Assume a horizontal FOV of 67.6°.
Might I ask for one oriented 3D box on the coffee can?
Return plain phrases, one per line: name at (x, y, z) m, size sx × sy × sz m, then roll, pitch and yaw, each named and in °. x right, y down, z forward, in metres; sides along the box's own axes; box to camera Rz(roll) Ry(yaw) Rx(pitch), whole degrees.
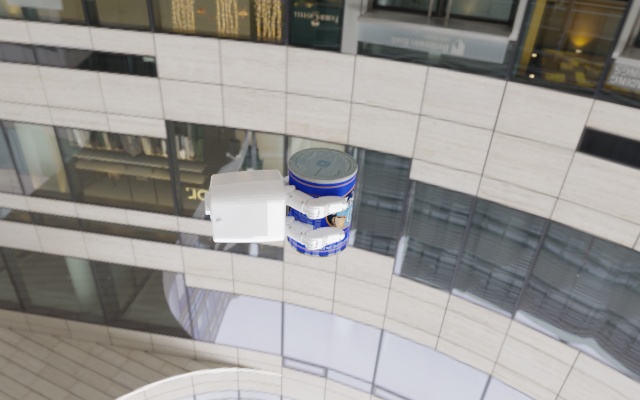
coffee can at (0.000, 0.002, 0.745) m, size 0.103 × 0.140 × 0.102 m, roll 3°, pitch 32°, yaw -2°
